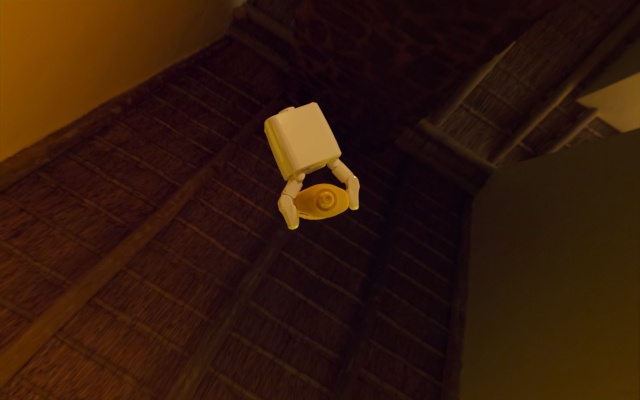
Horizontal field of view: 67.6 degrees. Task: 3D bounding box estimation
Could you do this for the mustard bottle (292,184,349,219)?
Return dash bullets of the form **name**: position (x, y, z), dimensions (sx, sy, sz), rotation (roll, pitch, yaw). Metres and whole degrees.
- **mustard bottle**: position (0.000, 0.003, 0.858), dimensions (0.096, 0.058, 0.191), rotation (0, -4, -7)
